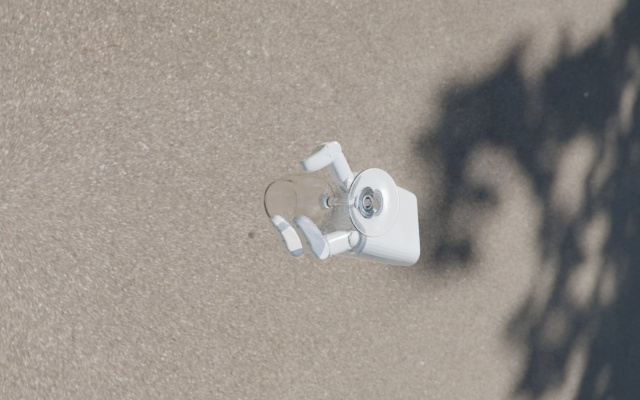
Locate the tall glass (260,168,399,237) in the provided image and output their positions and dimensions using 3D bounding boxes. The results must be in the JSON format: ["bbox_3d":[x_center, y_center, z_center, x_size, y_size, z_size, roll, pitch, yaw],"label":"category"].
[{"bbox_3d":[0.000,0.002,0.589,0.079,0.079,0.201,0,0,-36],"label":"tall glass"}]
